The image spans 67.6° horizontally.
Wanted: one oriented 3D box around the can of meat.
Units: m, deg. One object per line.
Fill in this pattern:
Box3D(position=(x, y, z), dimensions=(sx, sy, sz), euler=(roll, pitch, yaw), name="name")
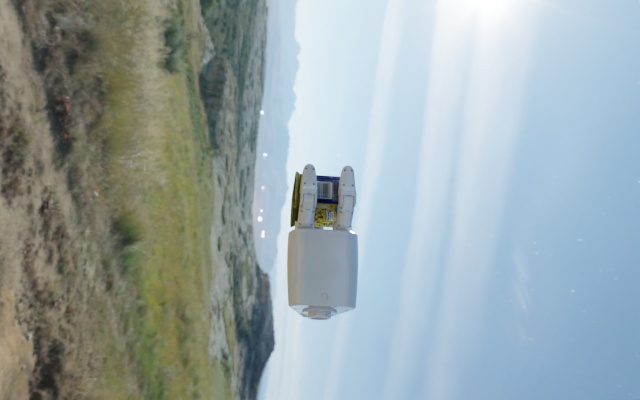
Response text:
Box3D(position=(0.000, 0.002, 0.715), dimensions=(0.084, 0.057, 0.102), euler=(4, -27, -6), name="can of meat")
